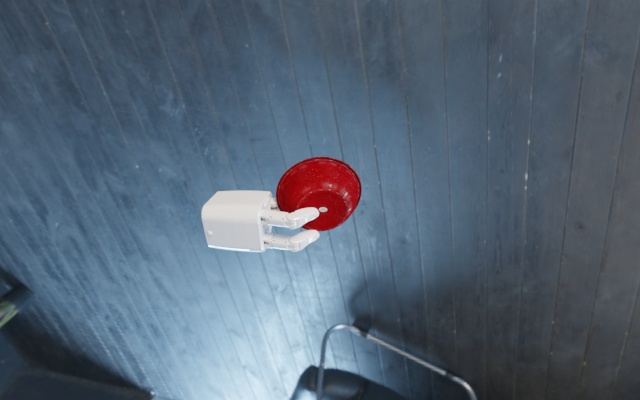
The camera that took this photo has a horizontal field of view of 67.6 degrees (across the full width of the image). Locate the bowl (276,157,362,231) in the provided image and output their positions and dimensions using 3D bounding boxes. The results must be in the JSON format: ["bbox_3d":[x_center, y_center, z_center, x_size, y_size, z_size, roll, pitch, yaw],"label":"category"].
[{"bbox_3d":[0.001,0.003,0.869,0.162,0.162,0.055,0,35,-8],"label":"bowl"}]
